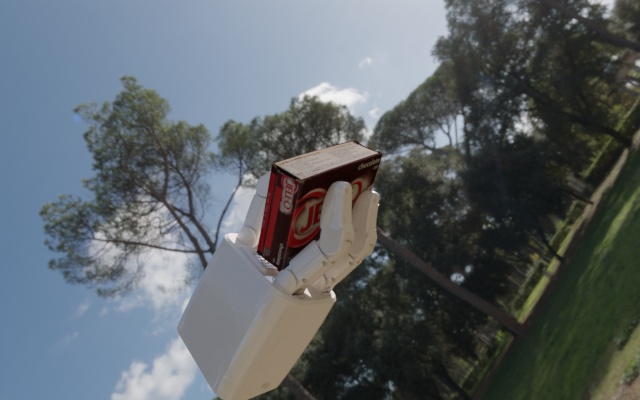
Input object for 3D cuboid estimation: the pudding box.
[{"bbox_3d":[0.000,0.001,0.420,0.039,0.090,0.113,32,35,27],"label":"pudding box"}]
